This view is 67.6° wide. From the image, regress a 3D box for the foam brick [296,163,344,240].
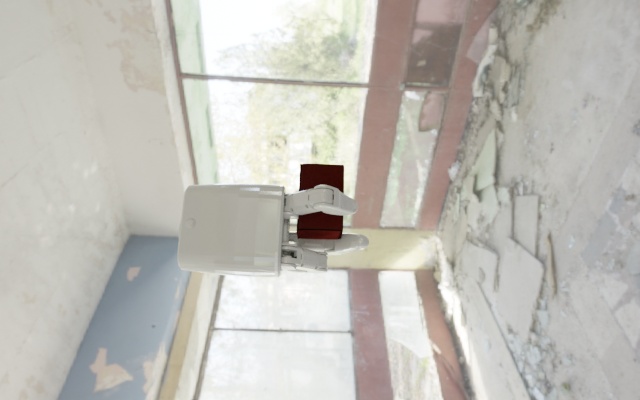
[{"bbox_3d":[0.000,0.002,0.543,0.051,0.078,0.053,2,-16,0],"label":"foam brick"}]
